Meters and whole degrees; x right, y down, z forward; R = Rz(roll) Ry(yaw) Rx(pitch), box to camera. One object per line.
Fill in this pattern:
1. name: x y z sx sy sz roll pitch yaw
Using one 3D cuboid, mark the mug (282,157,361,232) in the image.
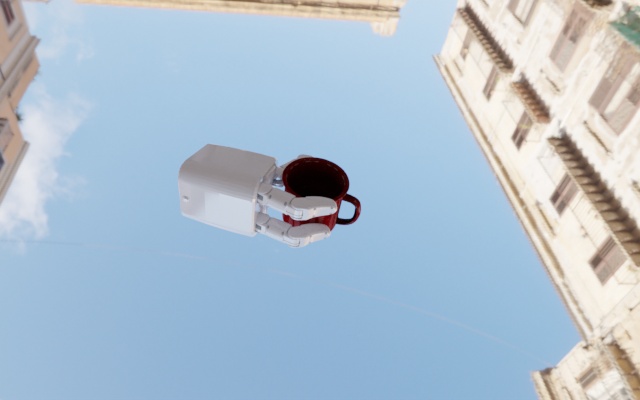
1. mug: 0.001 0.003 0.676 0.117 0.082 0.093 16 45 5
